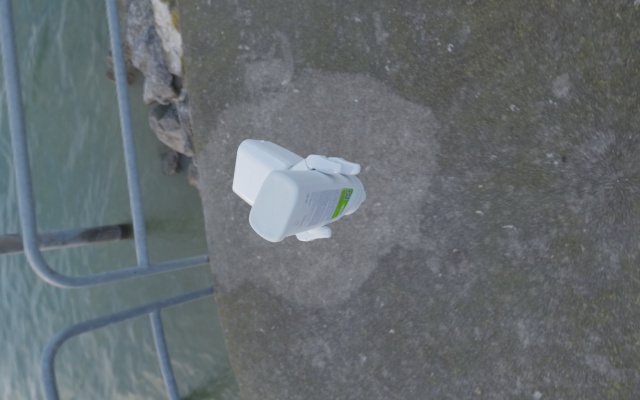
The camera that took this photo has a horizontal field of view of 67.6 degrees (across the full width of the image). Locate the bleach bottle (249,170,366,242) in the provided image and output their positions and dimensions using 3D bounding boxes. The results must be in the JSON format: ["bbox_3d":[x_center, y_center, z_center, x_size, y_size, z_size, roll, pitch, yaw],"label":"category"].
[{"bbox_3d":[0.000,0.002,0.769,0.068,0.102,0.251,34,19,27],"label":"bleach bottle"}]
